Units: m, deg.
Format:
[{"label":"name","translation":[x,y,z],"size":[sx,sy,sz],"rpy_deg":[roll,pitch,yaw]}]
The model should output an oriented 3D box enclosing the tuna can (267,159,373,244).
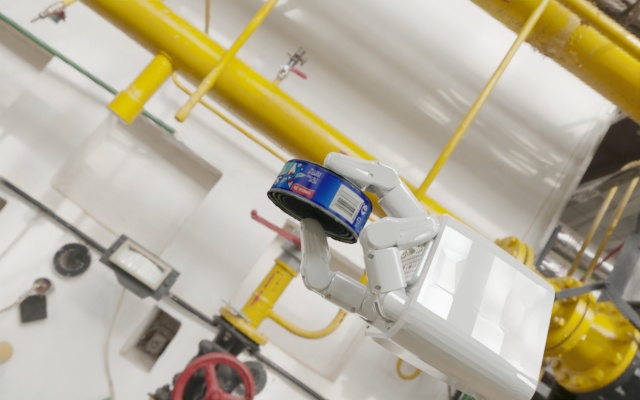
[{"label":"tuna can","translation":[0.000,0.001,0.402],"size":[0.086,0.033,0.086],"rpy_deg":[27,-14,7]}]
